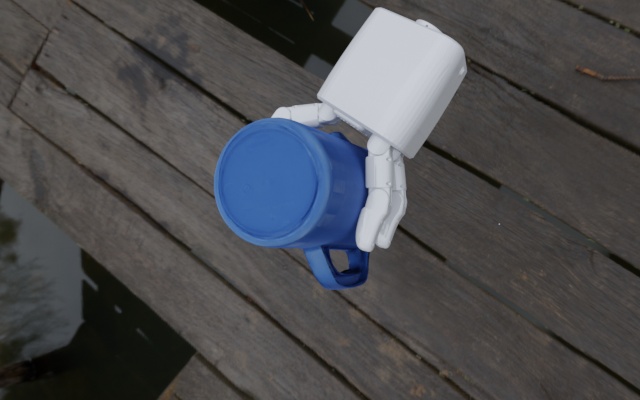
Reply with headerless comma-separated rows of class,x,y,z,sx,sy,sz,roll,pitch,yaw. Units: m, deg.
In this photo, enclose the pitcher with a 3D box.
pitcher,0.000,0.001,0.495,0.149,0.145,0.243,37,10,18
